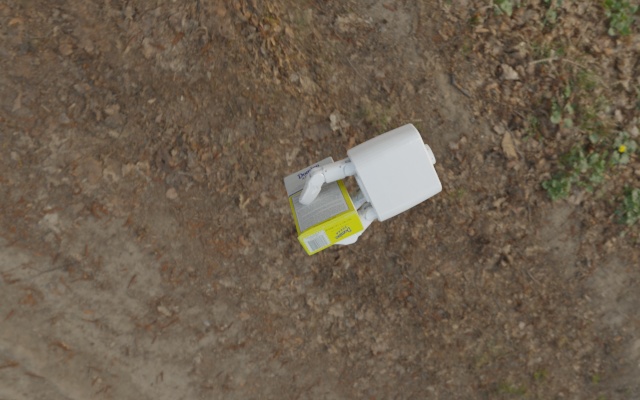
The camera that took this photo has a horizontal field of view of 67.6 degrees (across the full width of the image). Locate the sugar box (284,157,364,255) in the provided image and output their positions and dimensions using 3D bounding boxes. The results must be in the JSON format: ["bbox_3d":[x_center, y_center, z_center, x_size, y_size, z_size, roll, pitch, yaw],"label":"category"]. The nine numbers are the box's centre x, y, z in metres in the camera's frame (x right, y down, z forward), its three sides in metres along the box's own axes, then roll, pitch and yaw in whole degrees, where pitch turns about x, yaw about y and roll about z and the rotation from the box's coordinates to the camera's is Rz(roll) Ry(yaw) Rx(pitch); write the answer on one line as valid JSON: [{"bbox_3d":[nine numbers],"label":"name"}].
[{"bbox_3d":[0.000,0.003,0.757,0.093,0.048,0.176,-25,31,4],"label":"sugar box"}]
